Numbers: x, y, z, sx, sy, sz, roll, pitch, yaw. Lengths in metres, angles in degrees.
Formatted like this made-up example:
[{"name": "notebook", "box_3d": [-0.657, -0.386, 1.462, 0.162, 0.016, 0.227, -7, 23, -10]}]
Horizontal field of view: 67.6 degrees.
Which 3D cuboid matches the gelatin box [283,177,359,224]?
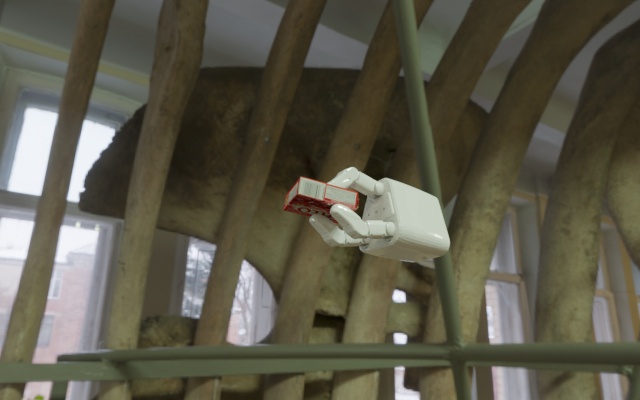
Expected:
[{"name": "gelatin box", "box_3d": [0.000, 0.002, 0.678, 0.089, 0.030, 0.073, 15, -22, -15]}]
